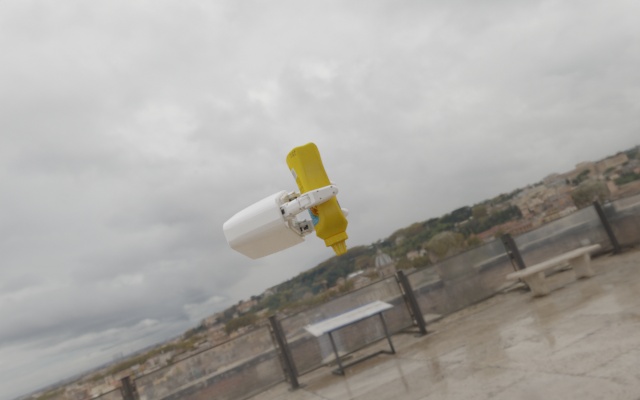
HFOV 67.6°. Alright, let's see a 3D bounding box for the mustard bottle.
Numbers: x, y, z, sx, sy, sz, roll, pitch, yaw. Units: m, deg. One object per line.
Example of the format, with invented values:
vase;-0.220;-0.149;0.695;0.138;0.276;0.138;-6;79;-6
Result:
mustard bottle;0.000;0.002;0.814;0.058;0.191;0.096;-20;-9;-13
